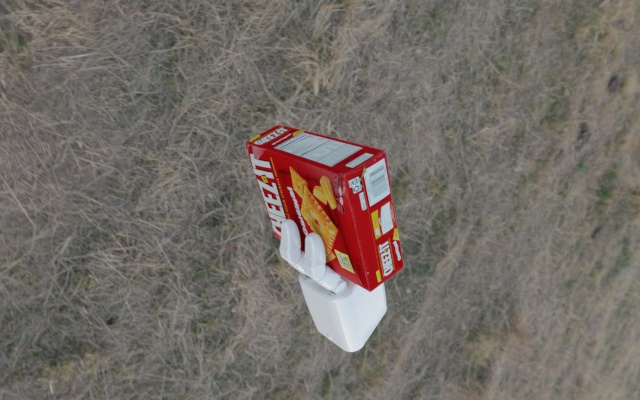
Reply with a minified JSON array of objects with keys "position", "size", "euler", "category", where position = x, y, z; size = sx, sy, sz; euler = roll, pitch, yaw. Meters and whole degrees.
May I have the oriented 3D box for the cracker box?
[{"position":[0.000,0.002,0.623],"size":[0.072,0.164,0.213],"euler":[-31,32,-28],"category":"cracker box"}]
